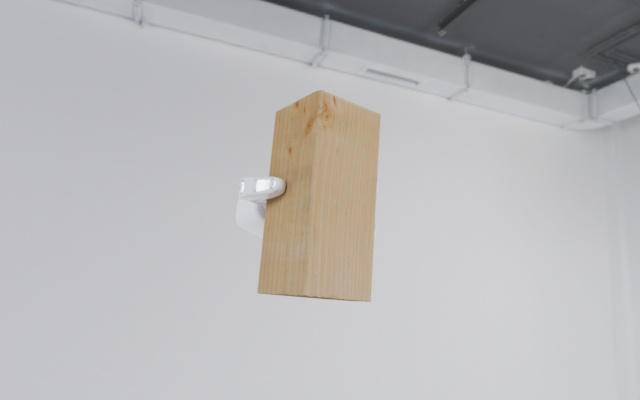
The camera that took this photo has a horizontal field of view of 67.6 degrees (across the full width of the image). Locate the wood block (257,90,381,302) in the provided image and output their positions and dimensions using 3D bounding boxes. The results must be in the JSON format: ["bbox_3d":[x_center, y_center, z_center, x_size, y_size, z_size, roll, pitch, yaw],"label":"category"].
[{"bbox_3d":[0.000,0.002,0.520,0.091,0.206,0.090,13,-15,-36],"label":"wood block"}]
